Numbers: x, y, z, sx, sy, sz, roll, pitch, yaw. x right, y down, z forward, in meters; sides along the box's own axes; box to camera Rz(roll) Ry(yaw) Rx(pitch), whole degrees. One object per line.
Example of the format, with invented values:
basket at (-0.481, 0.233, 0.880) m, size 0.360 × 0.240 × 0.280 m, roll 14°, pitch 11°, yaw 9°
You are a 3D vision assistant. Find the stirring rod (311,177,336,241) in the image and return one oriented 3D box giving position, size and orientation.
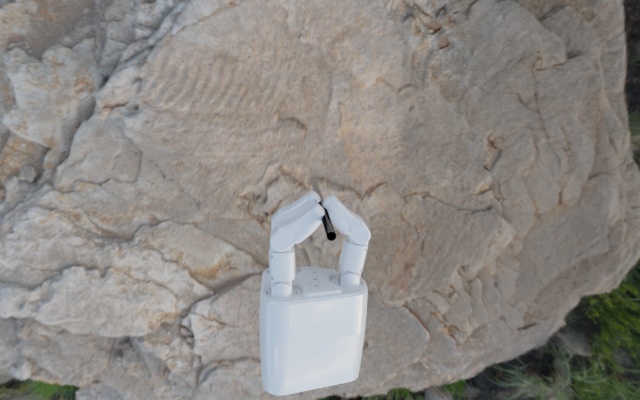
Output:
stirring rod at (0.000, 0.002, 0.514) m, size 0.011 × 0.011 × 0.239 m, roll 0°, pitch 14°, yaw -4°
